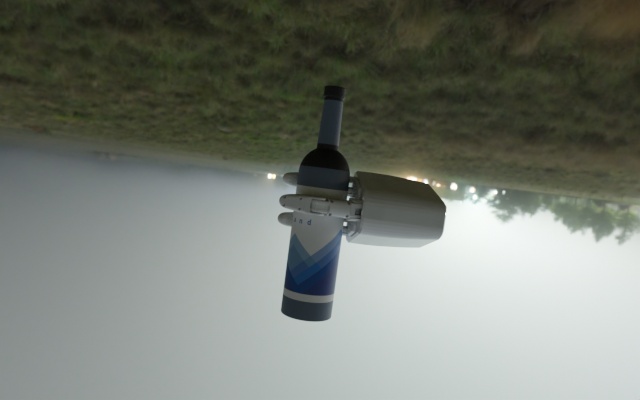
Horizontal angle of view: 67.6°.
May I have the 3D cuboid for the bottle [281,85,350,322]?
[{"bbox_3d":[0.000,0.002,0.616,0.069,0.296,0.069,7,3,0],"label":"bottle"}]
